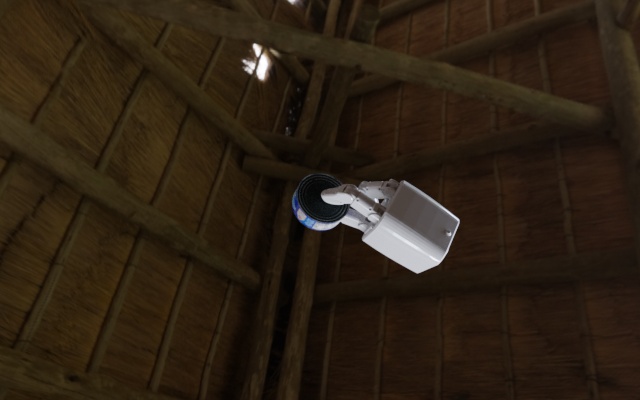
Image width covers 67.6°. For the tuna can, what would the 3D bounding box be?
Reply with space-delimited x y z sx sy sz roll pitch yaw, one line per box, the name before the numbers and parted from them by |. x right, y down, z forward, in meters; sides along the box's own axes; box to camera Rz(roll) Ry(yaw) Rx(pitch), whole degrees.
tuna can | 0.000 0.003 0.735 0.086 0.086 0.034 0 -26 -21
